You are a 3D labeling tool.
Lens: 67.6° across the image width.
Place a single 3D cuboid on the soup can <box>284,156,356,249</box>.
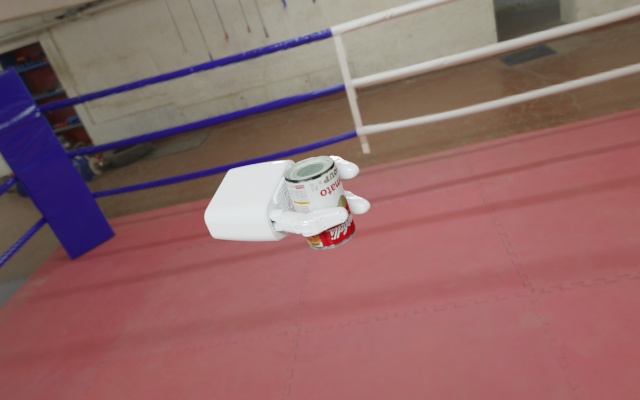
[{"bbox_3d":[0.000,0.002,0.615,0.068,0.102,0.068,-15,26,7],"label":"soup can"}]
